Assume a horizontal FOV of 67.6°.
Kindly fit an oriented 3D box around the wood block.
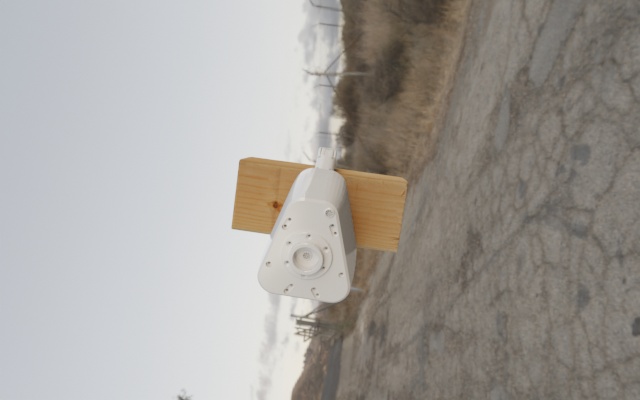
[{"bbox_3d":[0.000,0.002,0.621,0.206,0.091,0.090,8,7,2],"label":"wood block"}]
